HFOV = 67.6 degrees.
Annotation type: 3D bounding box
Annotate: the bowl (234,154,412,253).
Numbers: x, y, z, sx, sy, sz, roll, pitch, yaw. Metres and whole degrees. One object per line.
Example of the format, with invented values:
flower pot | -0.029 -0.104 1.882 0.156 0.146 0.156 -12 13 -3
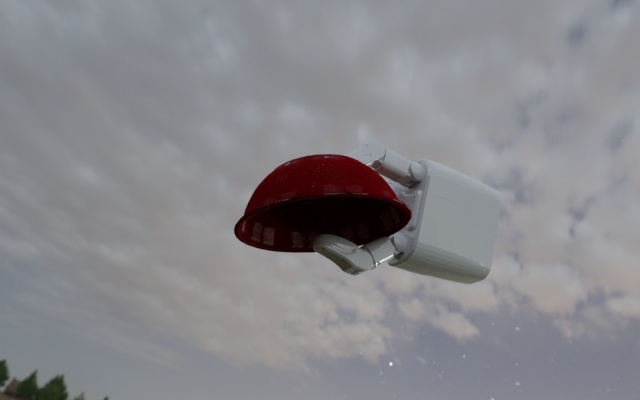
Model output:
bowl | -0.001 0.001 0.445 0.162 0.055 0.162 -5 -21 -2
